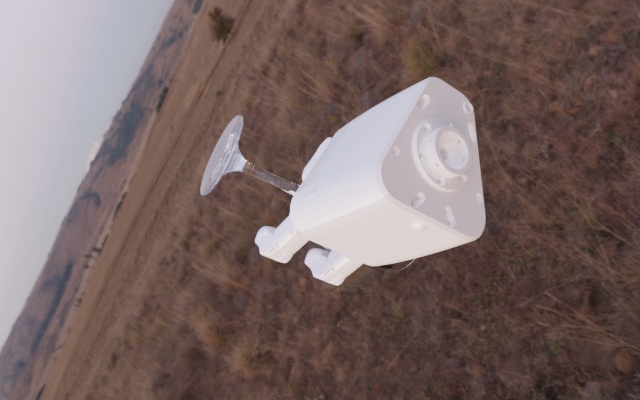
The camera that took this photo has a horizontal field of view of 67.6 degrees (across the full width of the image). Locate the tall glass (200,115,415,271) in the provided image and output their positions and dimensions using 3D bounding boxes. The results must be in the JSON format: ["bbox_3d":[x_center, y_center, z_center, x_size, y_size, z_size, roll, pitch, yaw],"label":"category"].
[{"bbox_3d":[-0.001,0.001,0.433,0.201,0.079,0.079,25,-11,-23],"label":"tall glass"}]
